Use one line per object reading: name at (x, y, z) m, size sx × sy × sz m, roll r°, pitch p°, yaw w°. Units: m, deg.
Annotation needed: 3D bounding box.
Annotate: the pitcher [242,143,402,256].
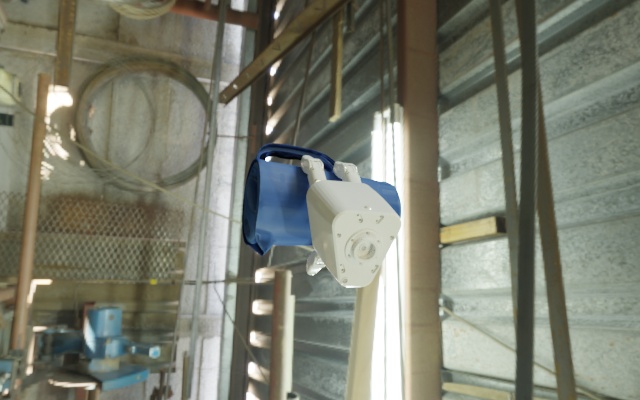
pitcher at (0.000, 0.003, 0.767) m, size 0.243 × 0.149 × 0.145 m, roll 5°, pitch 17°, yaw -19°
